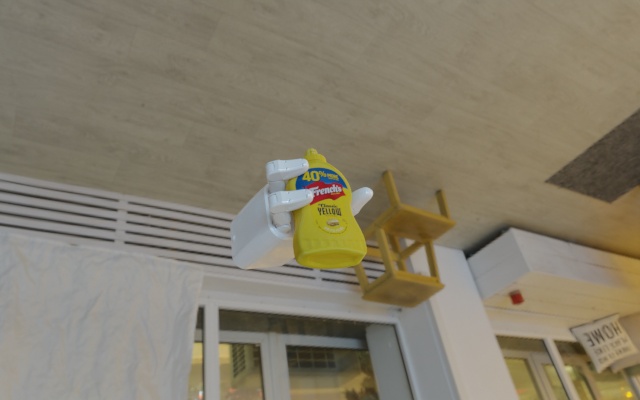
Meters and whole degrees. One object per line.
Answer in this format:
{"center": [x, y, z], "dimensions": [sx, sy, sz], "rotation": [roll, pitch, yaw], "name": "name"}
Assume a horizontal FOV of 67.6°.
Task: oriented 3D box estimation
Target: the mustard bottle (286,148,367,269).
{"center": [0.000, 0.002, 0.682], "dimensions": [0.096, 0.191, 0.058], "rotation": [2, -37, -18], "name": "mustard bottle"}
